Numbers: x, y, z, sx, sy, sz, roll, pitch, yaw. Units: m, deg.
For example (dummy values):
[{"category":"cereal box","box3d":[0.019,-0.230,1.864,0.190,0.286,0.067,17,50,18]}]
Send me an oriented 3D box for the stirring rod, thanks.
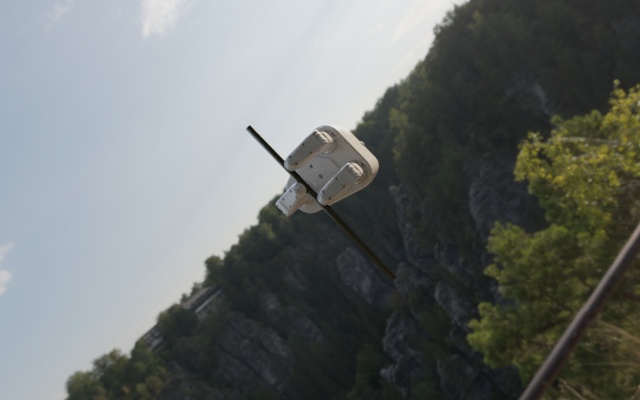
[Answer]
[{"category":"stirring rod","box3d":[0.000,0.002,0.545,0.011,0.239,0.011,-44,-3,-3]}]
